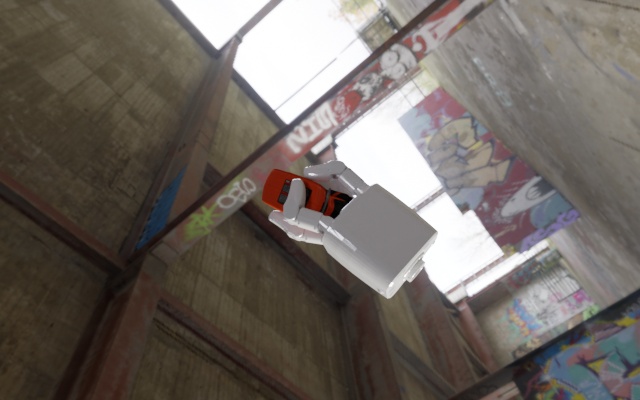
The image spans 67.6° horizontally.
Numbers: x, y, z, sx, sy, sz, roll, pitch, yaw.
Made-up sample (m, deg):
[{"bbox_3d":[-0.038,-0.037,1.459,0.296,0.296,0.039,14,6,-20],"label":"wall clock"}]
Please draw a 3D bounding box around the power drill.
[{"bbox_3d":[0.000,0.002,0.733,0.184,0.057,0.188,20,3,37],"label":"power drill"}]
